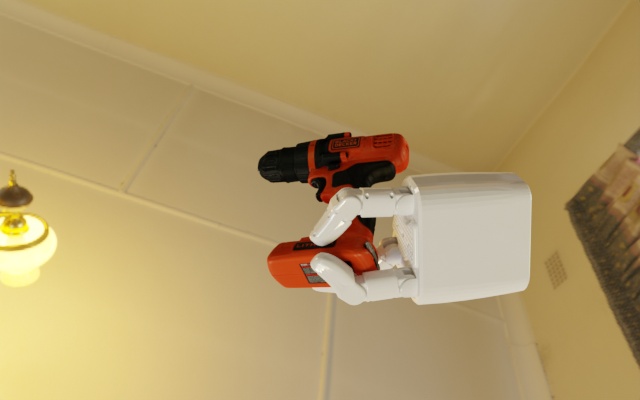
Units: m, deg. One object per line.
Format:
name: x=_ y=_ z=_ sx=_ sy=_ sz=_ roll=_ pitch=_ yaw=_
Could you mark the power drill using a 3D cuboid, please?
power drill: x=0.000 y=0.002 z=0.517 sx=0.184 sy=0.187 sz=0.057 roll=-6 pitch=-43 yaw=20
